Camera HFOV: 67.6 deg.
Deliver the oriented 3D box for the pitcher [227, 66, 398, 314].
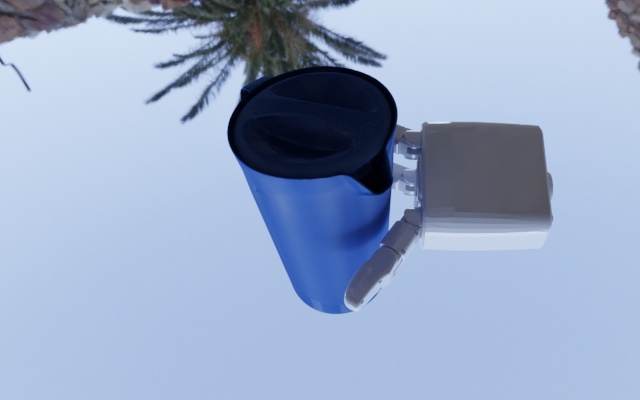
[{"bbox_3d":[0.000,0.002,0.462,0.145,0.149,0.243,0,-40,8],"label":"pitcher"}]
